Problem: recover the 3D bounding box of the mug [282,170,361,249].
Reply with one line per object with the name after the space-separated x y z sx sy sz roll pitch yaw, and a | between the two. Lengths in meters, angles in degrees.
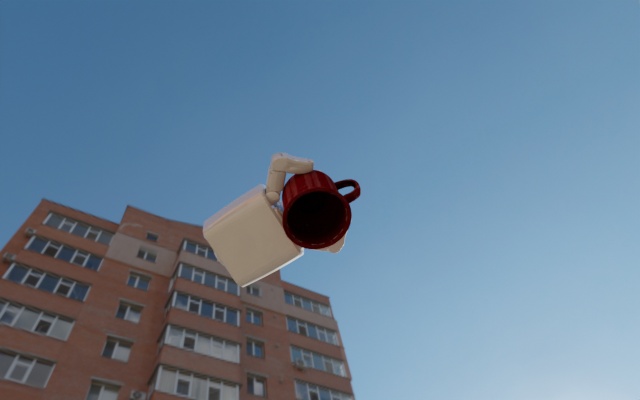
0.001 0.001 0.663 0.117 0.093 0.081 -28 27 4 | mug
